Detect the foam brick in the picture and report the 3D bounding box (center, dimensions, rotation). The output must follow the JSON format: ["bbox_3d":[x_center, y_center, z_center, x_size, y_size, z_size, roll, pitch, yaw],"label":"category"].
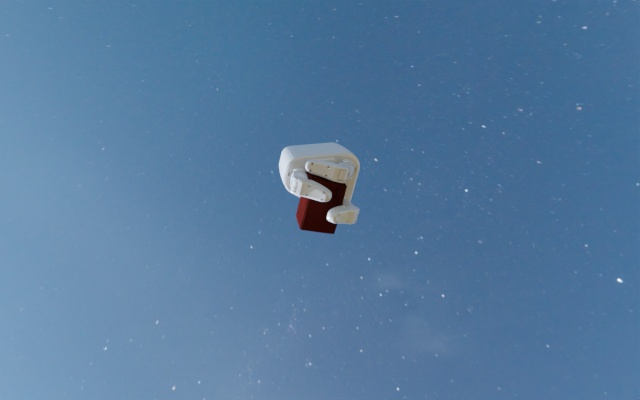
[{"bbox_3d":[0.000,0.003,0.697,0.053,0.078,0.051,11,16,-15],"label":"foam brick"}]
